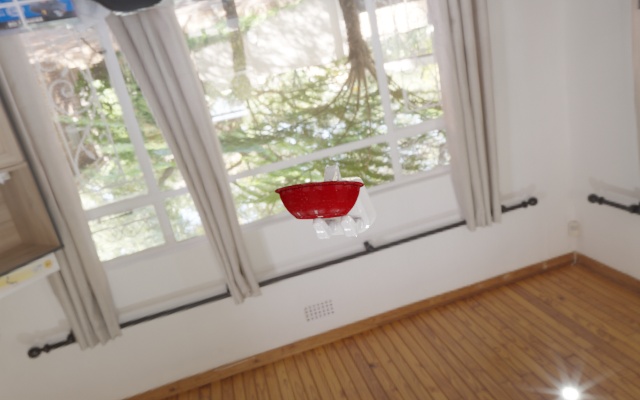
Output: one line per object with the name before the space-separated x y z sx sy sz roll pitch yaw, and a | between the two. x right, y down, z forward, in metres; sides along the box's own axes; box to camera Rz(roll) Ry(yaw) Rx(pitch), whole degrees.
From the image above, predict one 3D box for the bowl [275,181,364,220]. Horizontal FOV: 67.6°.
bowl | -0.001 0.003 0.858 0.162 0.055 0.162 -4 -6 0
